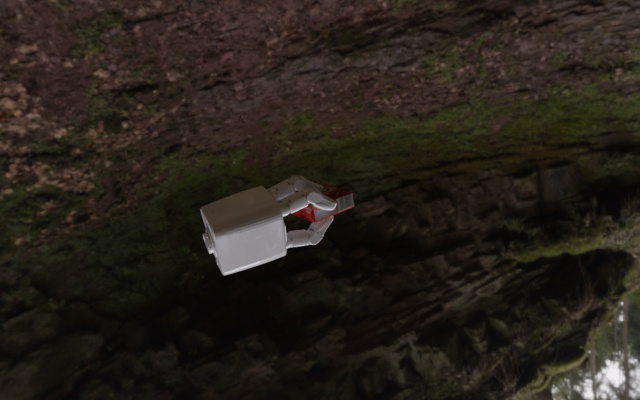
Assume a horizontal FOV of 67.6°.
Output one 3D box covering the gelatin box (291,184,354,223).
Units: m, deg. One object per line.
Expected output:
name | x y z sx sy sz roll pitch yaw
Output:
gelatin box | 0.000 0.003 0.807 0.089 0.030 0.073 -21 24 -32
